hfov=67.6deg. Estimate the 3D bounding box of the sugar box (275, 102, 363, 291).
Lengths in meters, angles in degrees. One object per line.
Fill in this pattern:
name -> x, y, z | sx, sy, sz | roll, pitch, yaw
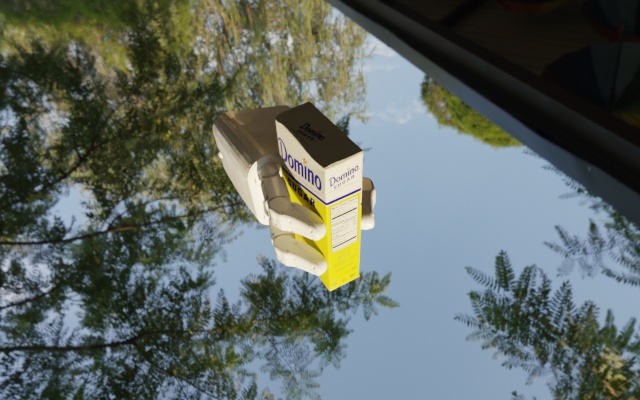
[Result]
sugar box -> 0.000, 0.002, 0.476 | 0.048, 0.176, 0.093 | -26, 49, -18
